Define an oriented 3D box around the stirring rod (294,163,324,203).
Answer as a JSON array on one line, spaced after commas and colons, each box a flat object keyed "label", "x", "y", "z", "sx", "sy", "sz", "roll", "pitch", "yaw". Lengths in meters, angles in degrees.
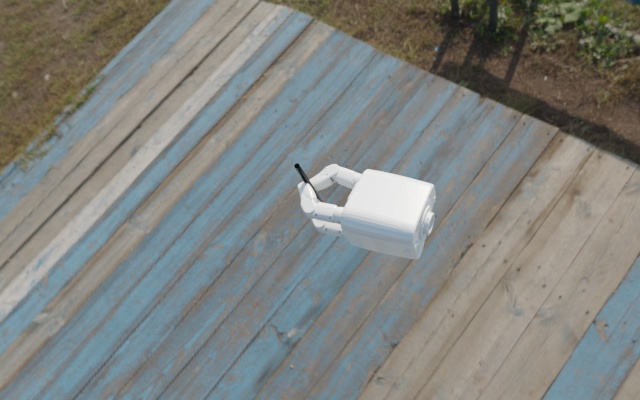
[{"label": "stirring rod", "x": 0.000, "y": 0.003, "z": 0.787, "sx": 0.011, "sy": 0.011, "sz": 0.240, "roll": 0, "pitch": -26, "yaw": 18}]
